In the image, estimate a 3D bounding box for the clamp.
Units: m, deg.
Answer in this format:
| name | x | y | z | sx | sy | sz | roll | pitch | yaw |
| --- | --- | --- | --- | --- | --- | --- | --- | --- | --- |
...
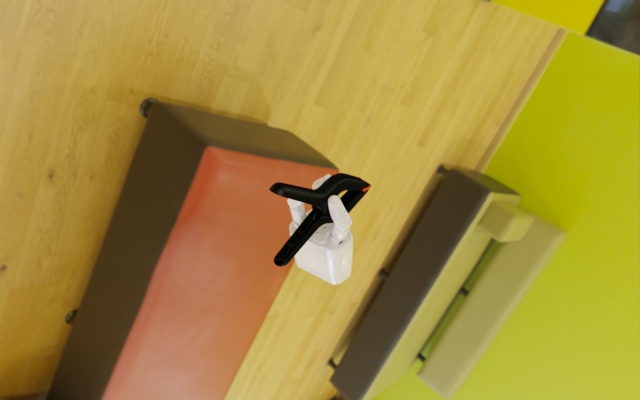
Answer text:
| name | x | y | z | sx | sy | sz | roll | pitch | yaw |
| --- | --- | --- | --- | --- | --- | --- | --- | --- | --- |
| clamp | 0.001 | 0.003 | 0.790 | 0.210 | 0.165 | 0.036 | -32 | 49 | -26 |
